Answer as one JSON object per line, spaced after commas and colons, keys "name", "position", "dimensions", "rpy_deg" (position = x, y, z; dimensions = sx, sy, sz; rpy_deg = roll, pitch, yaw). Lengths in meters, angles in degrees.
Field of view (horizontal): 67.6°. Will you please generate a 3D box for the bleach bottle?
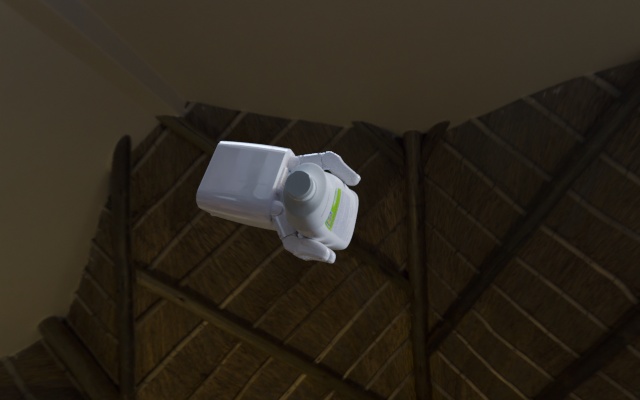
{"name": "bleach bottle", "position": [0.000, 0.002, 0.626], "dimensions": [0.068, 0.102, 0.251], "rpy_deg": [8, -12, 12]}
